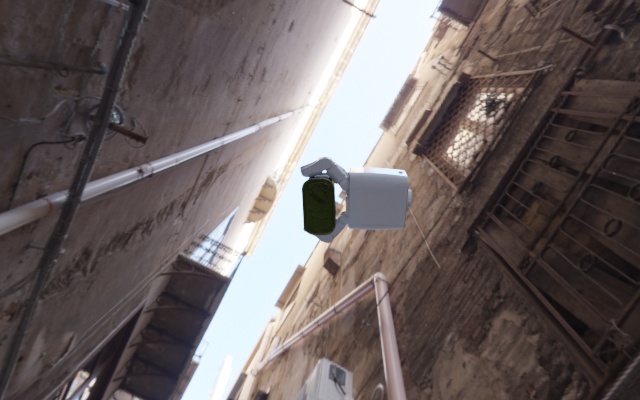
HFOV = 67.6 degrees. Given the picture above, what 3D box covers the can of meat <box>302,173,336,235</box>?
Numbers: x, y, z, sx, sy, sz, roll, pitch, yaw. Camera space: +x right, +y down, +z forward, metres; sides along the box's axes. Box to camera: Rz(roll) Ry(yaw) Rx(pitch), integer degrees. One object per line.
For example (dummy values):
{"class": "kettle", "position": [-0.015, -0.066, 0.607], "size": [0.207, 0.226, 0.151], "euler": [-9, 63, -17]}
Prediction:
{"class": "can of meat", "position": [0.000, 0.003, 0.873], "size": [0.057, 0.102, 0.084], "euler": [-1, 13, 5]}
